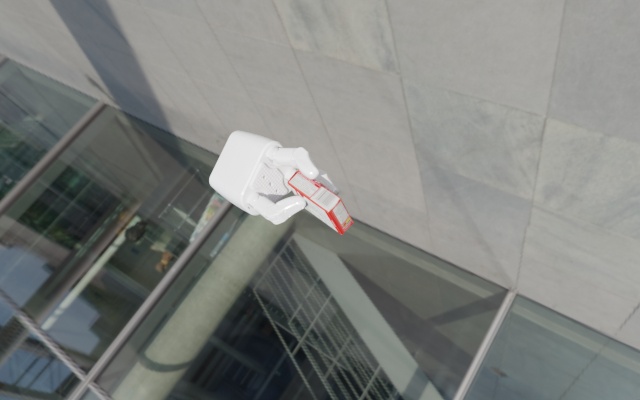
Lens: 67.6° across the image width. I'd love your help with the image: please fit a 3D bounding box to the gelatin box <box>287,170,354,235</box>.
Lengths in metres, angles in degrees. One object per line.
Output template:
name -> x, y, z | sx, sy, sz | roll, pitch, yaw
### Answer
gelatin box -> 0.000, 0.003, 0.690 | 0.089, 0.030, 0.073 | 36, -13, 33
